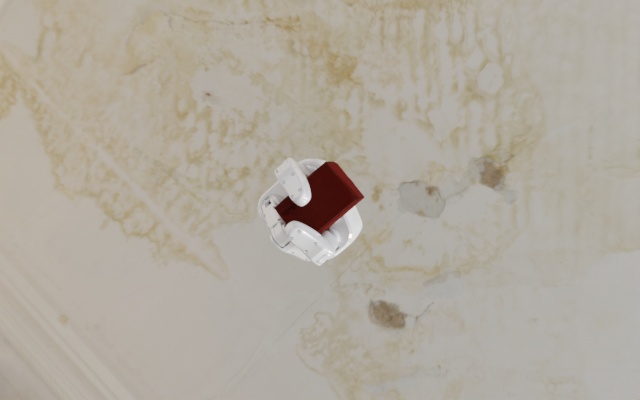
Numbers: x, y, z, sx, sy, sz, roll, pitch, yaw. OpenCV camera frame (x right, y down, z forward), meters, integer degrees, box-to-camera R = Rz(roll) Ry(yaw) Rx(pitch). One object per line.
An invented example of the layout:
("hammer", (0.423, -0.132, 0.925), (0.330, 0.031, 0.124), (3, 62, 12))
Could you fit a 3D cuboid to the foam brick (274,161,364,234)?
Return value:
("foam brick", (0.000, 0.002, 0.512), (0.078, 0.053, 0.051), (-40, -6, 13))
